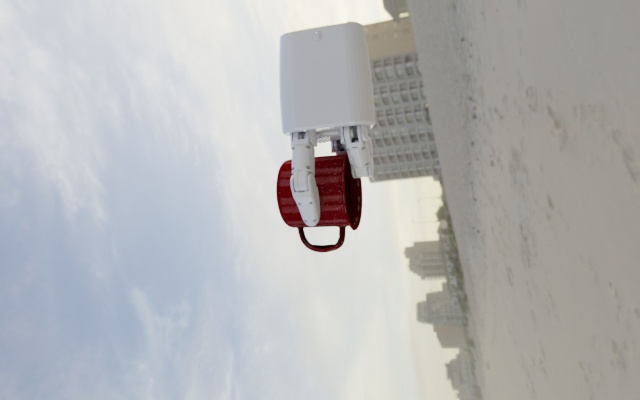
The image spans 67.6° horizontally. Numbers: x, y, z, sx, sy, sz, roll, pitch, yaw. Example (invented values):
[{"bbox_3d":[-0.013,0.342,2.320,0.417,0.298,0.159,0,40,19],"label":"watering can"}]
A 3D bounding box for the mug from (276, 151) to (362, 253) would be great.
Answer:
[{"bbox_3d":[0.000,0.003,0.556,0.081,0.117,0.093,-3,-3,17],"label":"mug"}]
